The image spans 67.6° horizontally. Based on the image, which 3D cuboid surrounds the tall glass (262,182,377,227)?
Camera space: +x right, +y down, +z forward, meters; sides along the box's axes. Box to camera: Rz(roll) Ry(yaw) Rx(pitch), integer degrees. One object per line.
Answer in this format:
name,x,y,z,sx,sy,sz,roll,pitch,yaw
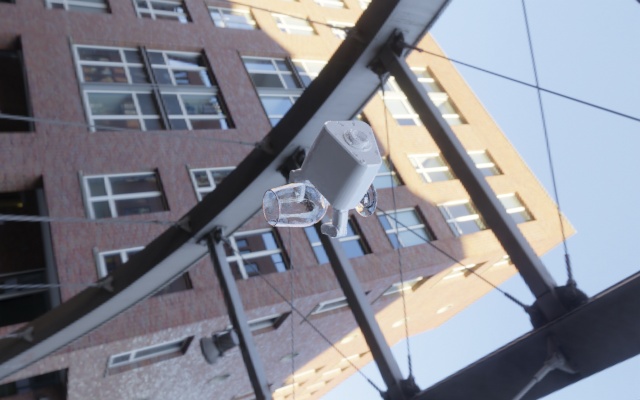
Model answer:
tall glass,0.001,0.003,0.848,0.201,0.079,0.079,-7,4,-32
